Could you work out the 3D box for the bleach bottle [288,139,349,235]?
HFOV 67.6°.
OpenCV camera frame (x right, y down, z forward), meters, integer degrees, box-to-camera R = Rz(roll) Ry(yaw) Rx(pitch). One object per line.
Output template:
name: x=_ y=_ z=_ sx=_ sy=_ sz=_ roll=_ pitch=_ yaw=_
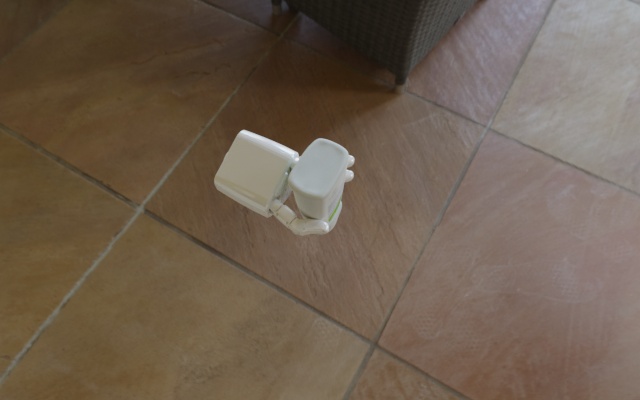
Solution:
bleach bottle: x=0.000 y=0.003 z=0.804 sx=0.068 sy=0.102 sz=0.251 roll=27 pitch=-22 yaw=12
